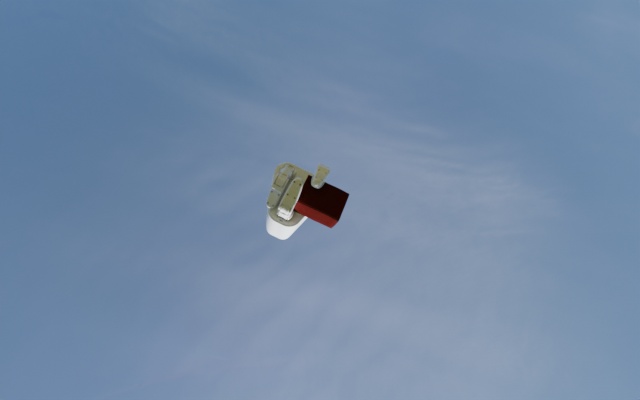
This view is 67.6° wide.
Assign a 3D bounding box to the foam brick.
[{"bbox_3d":[0.000,0.003,0.794,0.078,0.053,0.051,26,-22,-1],"label":"foam brick"}]
